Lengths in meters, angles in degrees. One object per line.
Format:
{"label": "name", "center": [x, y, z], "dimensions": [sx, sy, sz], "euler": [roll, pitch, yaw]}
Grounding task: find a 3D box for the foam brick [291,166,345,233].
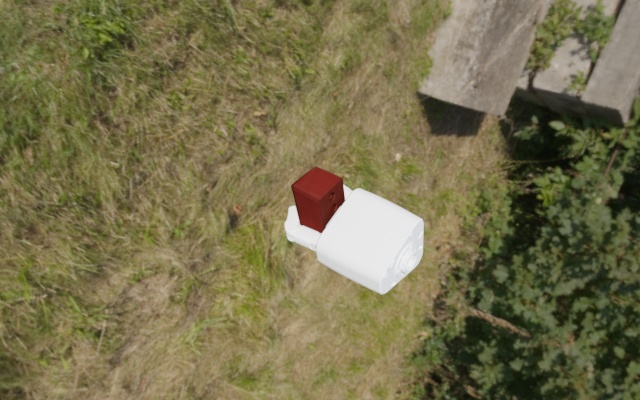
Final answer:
{"label": "foam brick", "center": [0.000, 0.002, 0.667], "dimensions": [0.051, 0.078, 0.053], "euler": [26, 54, 33]}
